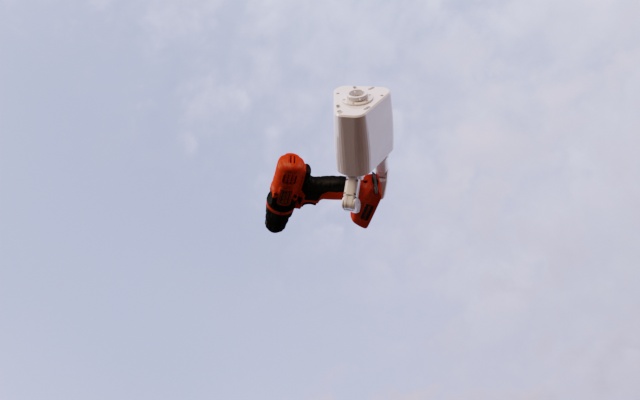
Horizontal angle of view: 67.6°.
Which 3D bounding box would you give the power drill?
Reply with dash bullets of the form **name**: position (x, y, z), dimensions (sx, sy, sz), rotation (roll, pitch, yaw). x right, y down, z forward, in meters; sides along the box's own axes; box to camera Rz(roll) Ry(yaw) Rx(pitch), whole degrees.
- **power drill**: position (0.001, 0.003, 0.833), dimensions (0.187, 0.057, 0.185), rotation (6, -40, -12)
